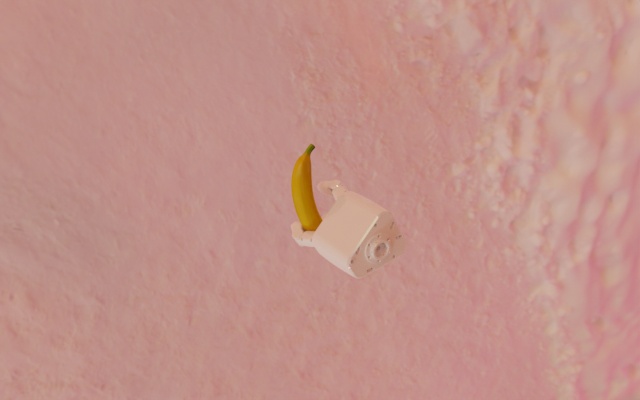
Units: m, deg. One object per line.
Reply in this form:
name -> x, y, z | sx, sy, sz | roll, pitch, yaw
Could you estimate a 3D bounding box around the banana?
banana -> -0.015, 0.006, 0.836 | 0.069, 0.198, 0.037 | -22, 23, -31
